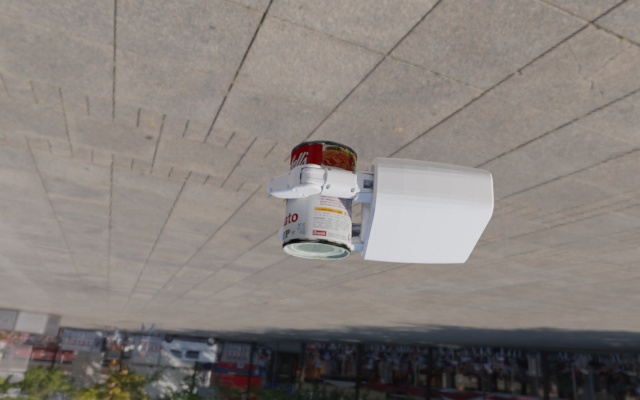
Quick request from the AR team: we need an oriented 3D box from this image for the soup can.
[{"bbox_3d":[0.000,0.002,0.470,0.068,0.102,0.068,4,-20,1],"label":"soup can"}]
